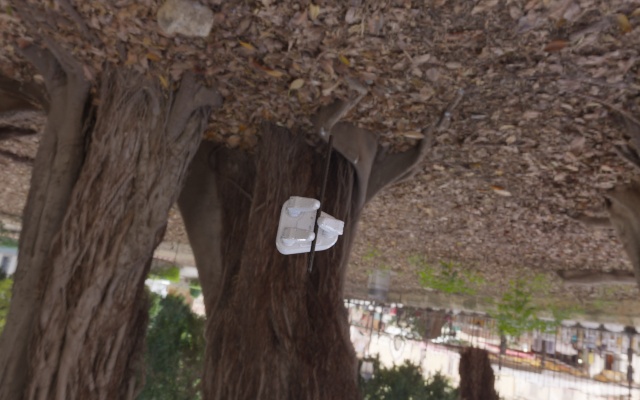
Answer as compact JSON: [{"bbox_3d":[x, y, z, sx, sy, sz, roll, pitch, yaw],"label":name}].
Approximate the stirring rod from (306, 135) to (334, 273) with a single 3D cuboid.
[{"bbox_3d":[0.000,0.003,0.809,0.011,0.239,0.011,9,-13,2],"label":"stirring rod"}]
